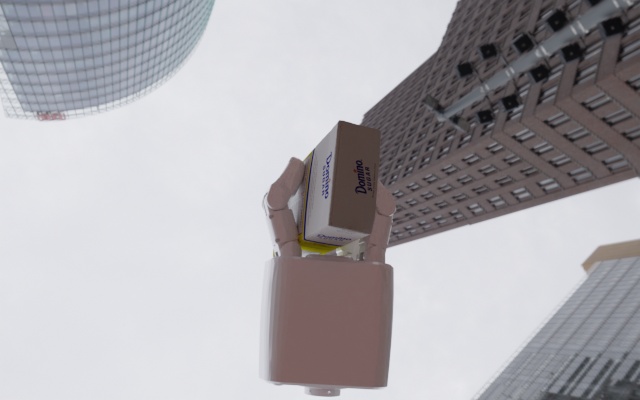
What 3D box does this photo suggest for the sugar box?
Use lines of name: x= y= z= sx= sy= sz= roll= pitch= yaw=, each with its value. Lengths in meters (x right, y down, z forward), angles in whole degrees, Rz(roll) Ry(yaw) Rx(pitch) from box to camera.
sugar box: x=0.001 y=0.002 z=0.460 sx=0.048 sy=0.093 sz=0.176 roll=12 pitch=-17 yaw=-19
